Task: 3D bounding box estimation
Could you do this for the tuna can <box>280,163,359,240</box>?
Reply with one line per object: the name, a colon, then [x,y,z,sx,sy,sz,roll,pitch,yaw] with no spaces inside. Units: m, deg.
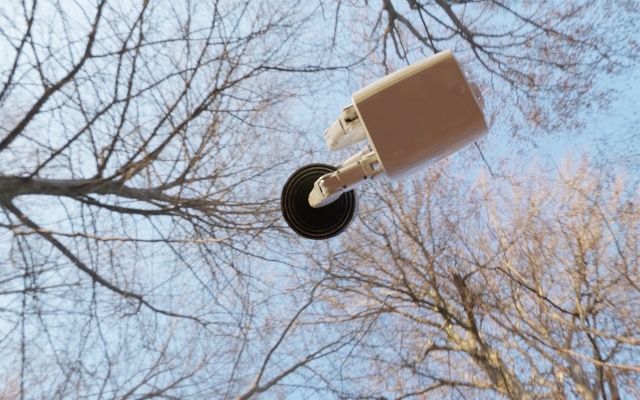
tuna can: [0.000,0.002,0.542,0.086,0.086,0.034,0,-2,13]
